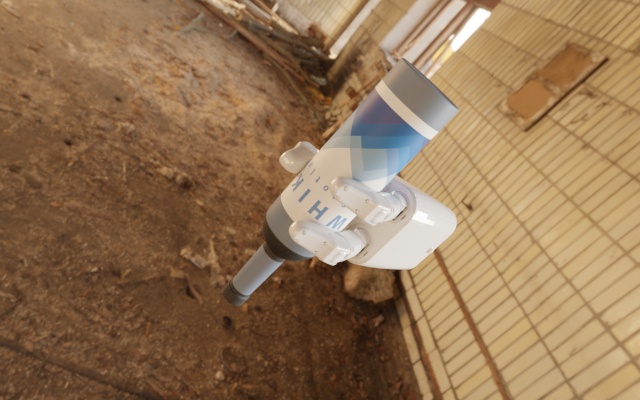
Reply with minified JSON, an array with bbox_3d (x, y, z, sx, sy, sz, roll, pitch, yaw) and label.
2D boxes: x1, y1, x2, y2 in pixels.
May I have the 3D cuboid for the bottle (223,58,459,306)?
[{"bbox_3d":[0.000,0.001,0.457,0.296,0.069,0.069,-47,-21,21],"label":"bottle"}]
